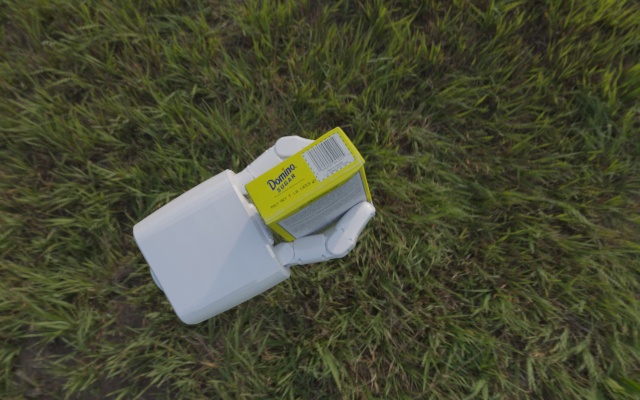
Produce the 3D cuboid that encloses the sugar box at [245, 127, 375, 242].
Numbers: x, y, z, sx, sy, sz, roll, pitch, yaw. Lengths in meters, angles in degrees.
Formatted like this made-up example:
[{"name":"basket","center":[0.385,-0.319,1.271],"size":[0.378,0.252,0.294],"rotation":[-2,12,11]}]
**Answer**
[{"name":"sugar box","center":[0.000,0.001,0.458],"size":[0.093,0.048,0.176],"rotation":[-31,-15,0]}]
